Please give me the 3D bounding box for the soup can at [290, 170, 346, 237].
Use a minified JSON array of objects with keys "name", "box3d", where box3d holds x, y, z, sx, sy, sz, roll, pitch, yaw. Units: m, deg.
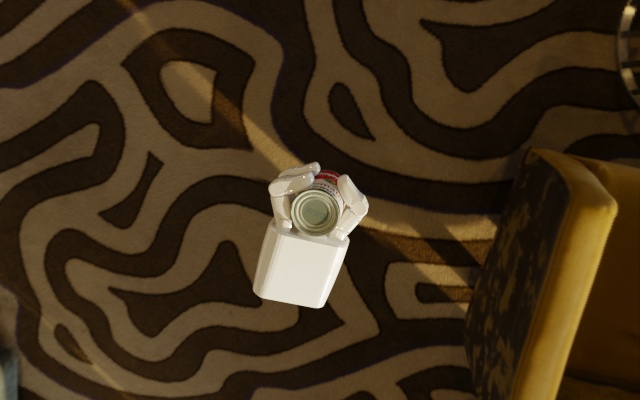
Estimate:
[{"name":"soup can","box3d":[0.000,0.002,0.659,0.068,0.068,0.102,0,17,9]}]
